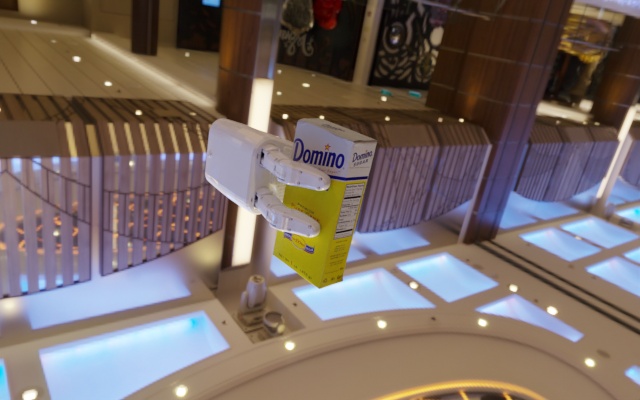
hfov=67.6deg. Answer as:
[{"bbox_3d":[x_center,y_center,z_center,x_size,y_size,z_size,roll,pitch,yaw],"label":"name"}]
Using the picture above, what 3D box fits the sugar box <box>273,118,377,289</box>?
[{"bbox_3d":[0.000,0.002,0.550,0.048,0.176,0.093,-11,29,-43],"label":"sugar box"}]
